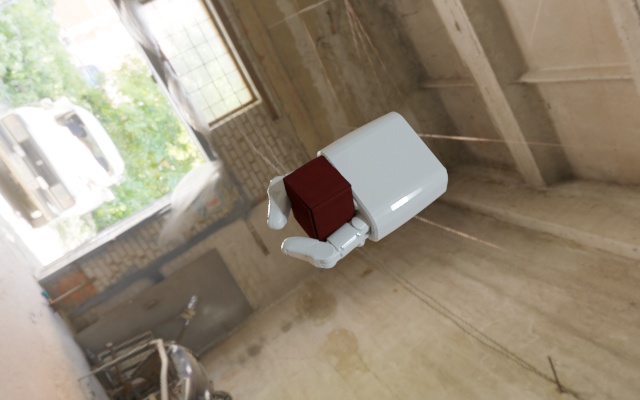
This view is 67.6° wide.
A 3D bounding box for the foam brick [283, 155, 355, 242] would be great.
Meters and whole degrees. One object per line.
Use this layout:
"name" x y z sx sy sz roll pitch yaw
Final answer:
"foam brick" 0.000 0.002 0.504 0.051 0.053 0.078 -32 -32 -13
